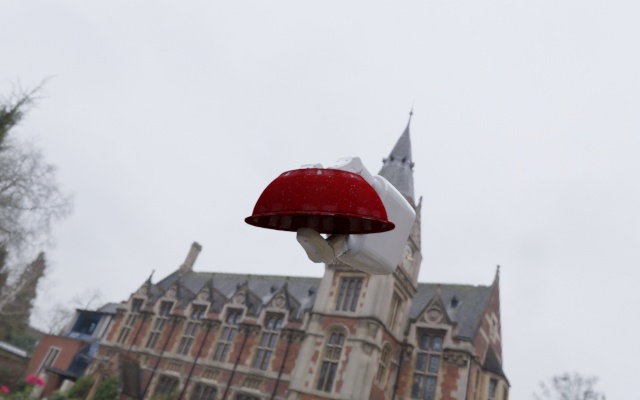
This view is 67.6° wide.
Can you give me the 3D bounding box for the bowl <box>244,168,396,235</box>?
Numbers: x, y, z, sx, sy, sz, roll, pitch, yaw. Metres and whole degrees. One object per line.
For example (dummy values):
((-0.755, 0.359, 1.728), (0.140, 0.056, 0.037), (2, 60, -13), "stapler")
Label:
((0.000, 0.001, 0.515), (0.162, 0.055, 0.162), (2, -9, 0), "bowl")
